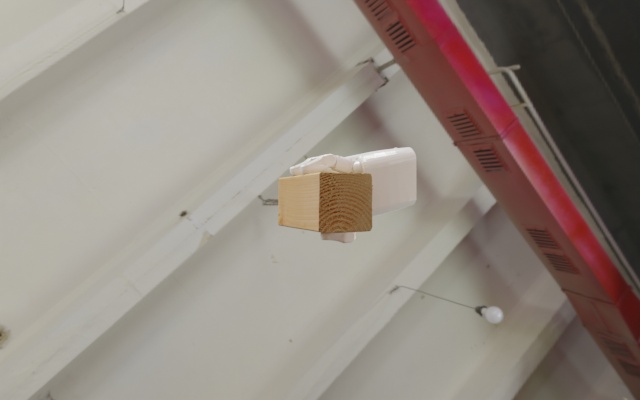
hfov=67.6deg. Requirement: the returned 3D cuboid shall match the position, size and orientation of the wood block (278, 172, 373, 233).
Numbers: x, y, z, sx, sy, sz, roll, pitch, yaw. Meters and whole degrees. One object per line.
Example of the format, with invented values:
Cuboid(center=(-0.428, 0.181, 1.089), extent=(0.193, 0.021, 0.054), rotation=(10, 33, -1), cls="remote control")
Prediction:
Cuboid(center=(0.000, 0.003, 0.805), extent=(0.090, 0.091, 0.206), rotation=(0, 0, -22), cls="wood block")
